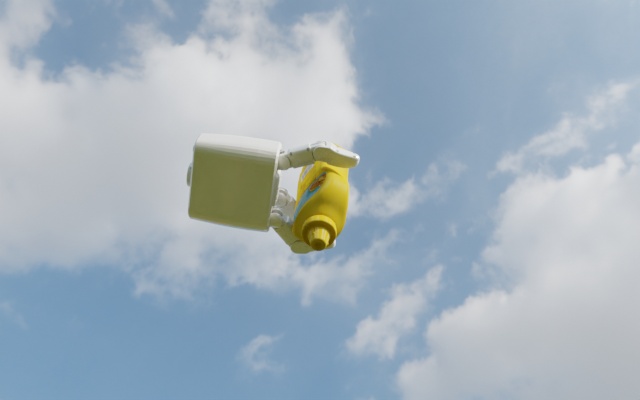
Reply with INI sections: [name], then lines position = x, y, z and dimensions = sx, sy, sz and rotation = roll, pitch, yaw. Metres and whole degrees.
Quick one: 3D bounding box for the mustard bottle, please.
[mustard bottle]
position = 0.000, 0.002, 0.617
dimensions = 0.058, 0.096, 0.191
rotation = 31, 26, -14
